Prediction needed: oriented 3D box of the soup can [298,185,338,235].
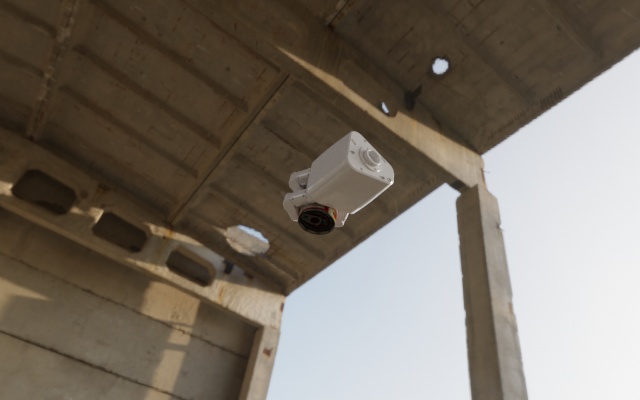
[{"bbox_3d":[0.000,0.003,0.882,0.068,0.102,0.069,6,-43,6],"label":"soup can"}]
